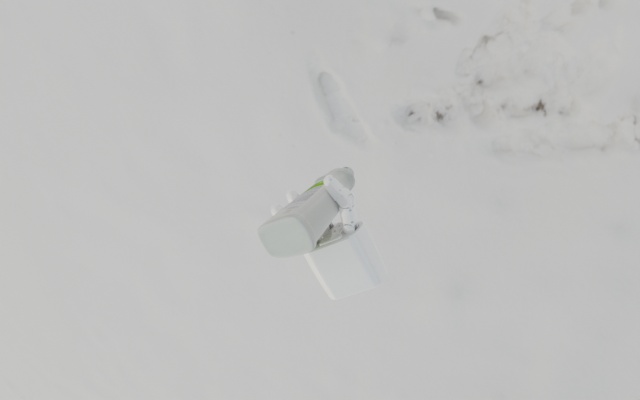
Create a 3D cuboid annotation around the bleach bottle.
[{"bbox_3d":[0.000,0.003,0.818,0.102,0.068,0.250,-17,17,37],"label":"bleach bottle"}]
